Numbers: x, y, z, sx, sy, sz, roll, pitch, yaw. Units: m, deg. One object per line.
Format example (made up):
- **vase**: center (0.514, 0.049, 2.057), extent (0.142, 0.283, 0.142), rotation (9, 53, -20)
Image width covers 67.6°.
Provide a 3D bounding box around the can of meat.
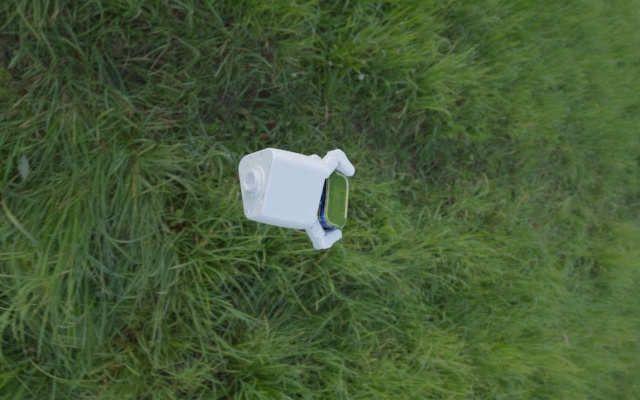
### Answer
- **can of meat**: center (0.000, 0.003, 0.829), extent (0.057, 0.102, 0.084), rotation (17, -19, -42)
